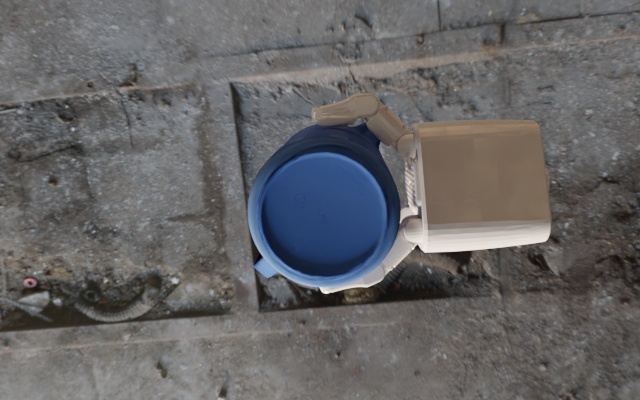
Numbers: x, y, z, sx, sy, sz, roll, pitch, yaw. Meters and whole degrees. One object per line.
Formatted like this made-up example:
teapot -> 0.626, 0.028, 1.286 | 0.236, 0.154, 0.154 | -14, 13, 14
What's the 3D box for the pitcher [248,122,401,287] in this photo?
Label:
pitcher -> 0.000, 0.001, 0.444 | 0.145, 0.149, 0.243 | -3, 8, 3
